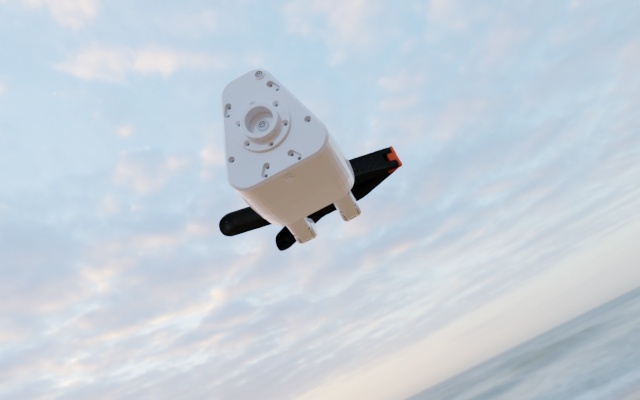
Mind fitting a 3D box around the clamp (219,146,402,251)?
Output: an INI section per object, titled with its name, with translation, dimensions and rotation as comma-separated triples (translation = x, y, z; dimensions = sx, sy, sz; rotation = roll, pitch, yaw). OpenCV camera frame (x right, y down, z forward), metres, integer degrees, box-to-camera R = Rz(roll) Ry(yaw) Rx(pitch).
[clamp]
translation = 0.000, 0.001, 0.576
dimensions = 0.210, 0.036, 0.164
rotation = -28, -18, 4
